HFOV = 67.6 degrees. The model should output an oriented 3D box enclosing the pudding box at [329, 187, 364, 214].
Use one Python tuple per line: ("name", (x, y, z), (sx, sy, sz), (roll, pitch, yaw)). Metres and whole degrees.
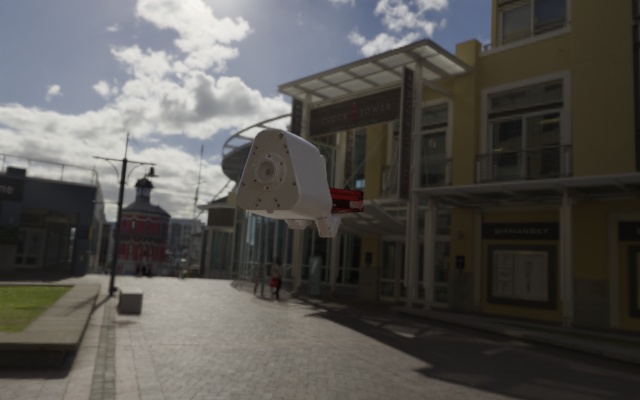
("pudding box", (0.000, 0.002, 0.770), (0.090, 0.039, 0.113), (7, -7, -40))
